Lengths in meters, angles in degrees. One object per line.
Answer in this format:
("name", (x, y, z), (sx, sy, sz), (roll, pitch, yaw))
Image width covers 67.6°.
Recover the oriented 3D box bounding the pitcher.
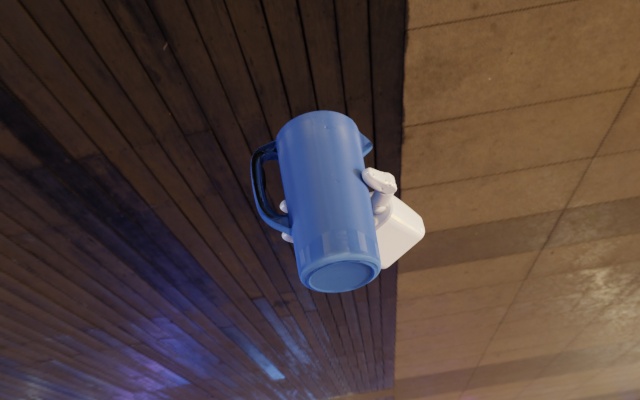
("pitcher", (0.000, 0.002, 0.679), (0.149, 0.242, 0.145), (-31, -40, 28))
